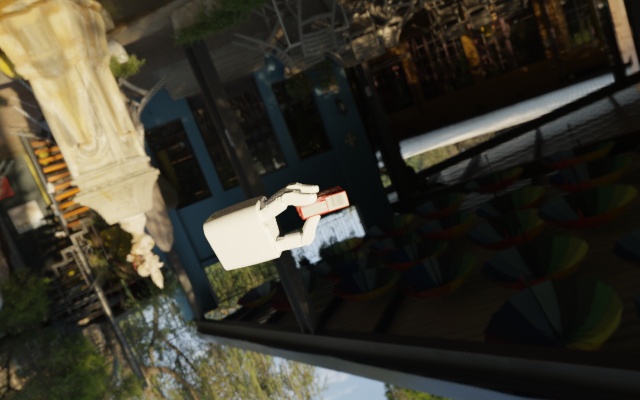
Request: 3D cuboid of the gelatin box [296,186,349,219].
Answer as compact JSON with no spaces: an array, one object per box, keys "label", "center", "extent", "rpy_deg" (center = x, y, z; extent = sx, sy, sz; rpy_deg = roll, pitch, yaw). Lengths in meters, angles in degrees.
[{"label":"gelatin box","center":[0.001,0.003,0.868],"extent":[0.089,0.030,0.073],"rpy_deg":[-17,10,-5]}]
